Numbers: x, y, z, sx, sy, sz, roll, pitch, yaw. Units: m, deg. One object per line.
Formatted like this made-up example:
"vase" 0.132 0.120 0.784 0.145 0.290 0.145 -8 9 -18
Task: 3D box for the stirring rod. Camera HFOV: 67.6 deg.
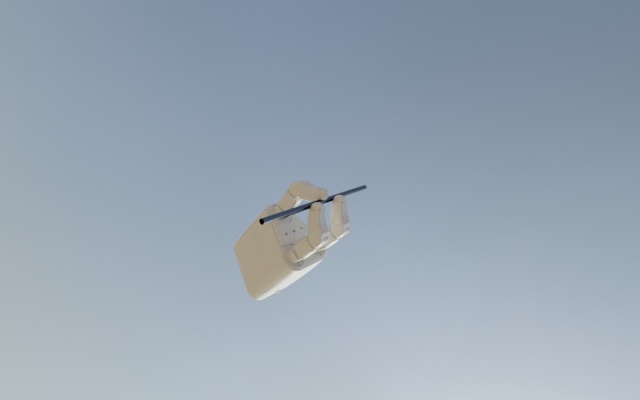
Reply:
"stirring rod" 0.000 0.002 0.660 0.011 0.011 0.239 0 11 36
